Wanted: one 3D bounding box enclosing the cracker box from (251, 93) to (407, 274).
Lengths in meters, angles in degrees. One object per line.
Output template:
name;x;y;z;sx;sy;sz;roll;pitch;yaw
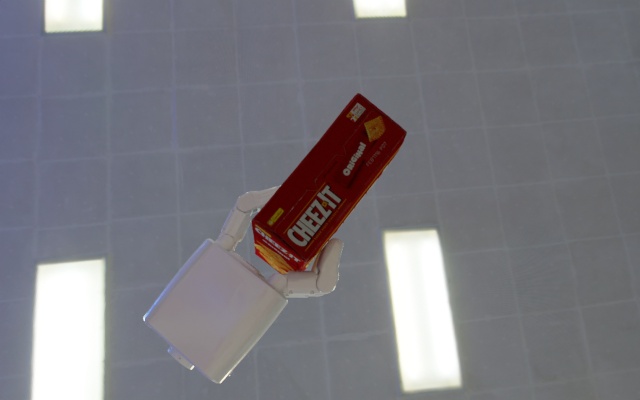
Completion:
cracker box;0.000;0.002;0.537;0.072;0.164;0.214;37;-15;2
